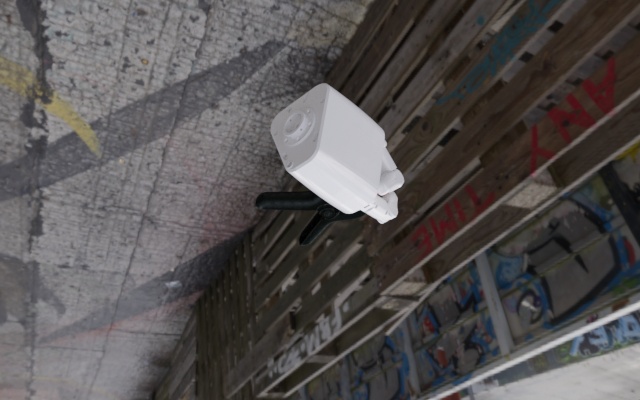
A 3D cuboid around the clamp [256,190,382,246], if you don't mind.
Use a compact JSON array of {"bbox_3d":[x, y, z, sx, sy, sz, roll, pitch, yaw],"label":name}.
[{"bbox_3d":[0.000,0.003,0.648,0.171,0.039,0.120,-30,-43,29],"label":"clamp"}]
